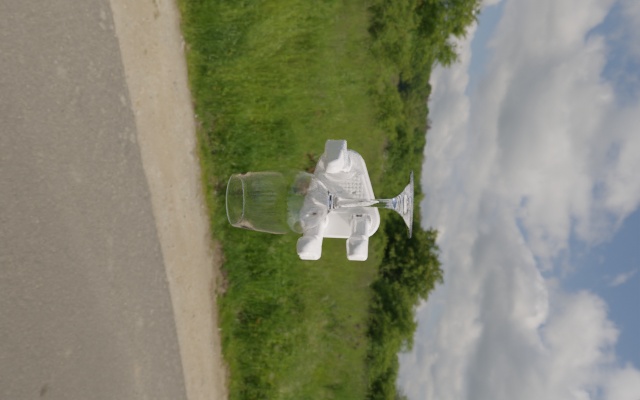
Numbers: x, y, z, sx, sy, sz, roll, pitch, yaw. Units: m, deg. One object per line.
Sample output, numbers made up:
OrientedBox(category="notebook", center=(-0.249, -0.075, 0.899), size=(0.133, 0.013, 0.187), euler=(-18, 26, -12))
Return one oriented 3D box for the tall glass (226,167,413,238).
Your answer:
OrientedBox(category="tall glass", center=(0.001, 0.002, 0.534), size=(0.201, 0.079, 0.079), euler=(2, 0, 8))
